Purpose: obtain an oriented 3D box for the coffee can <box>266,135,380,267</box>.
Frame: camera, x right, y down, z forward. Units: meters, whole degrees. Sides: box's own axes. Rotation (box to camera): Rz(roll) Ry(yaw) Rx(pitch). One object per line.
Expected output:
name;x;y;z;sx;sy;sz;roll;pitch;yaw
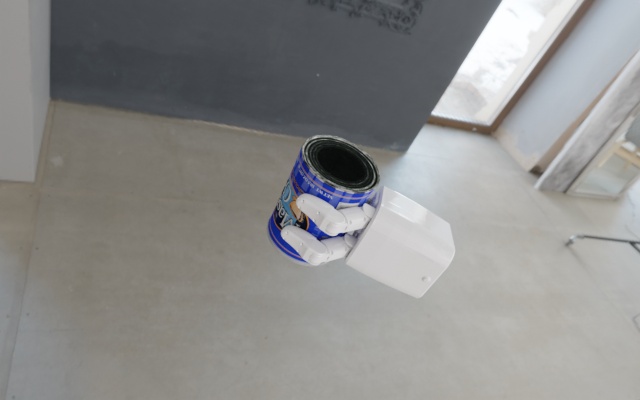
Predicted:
coffee can;0.000;0.002;0.614;0.103;0.102;0.140;0;-44;-31
